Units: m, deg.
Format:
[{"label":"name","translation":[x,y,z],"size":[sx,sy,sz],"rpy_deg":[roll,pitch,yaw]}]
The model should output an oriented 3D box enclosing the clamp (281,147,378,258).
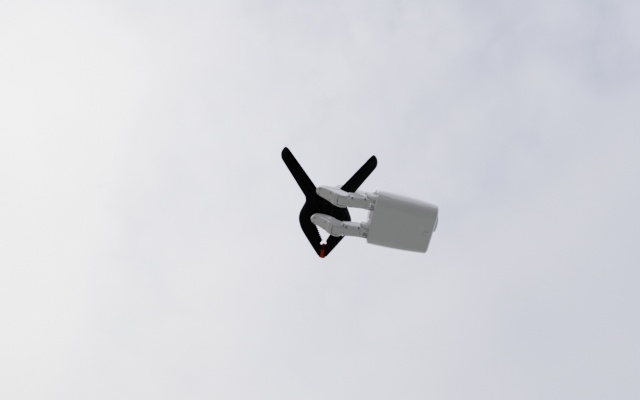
[{"label":"clamp","translation":[0.000,0.003,0.847],"size":[0.164,0.210,0.036],"rpy_deg":[13,25,4]}]
